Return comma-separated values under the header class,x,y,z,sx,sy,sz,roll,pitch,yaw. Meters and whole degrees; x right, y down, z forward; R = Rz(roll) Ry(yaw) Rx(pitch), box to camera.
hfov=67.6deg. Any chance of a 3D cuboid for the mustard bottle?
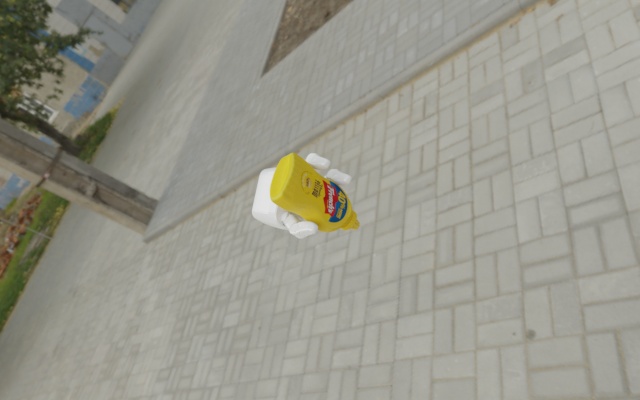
class,x,y,z,sx,sy,sz,roll,pitch,yaw
mustard bottle,0.000,0.003,0.854,0.192,0.096,0.058,34,-39,-31
